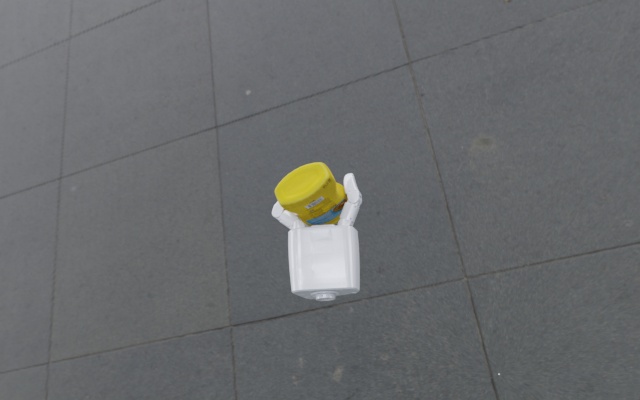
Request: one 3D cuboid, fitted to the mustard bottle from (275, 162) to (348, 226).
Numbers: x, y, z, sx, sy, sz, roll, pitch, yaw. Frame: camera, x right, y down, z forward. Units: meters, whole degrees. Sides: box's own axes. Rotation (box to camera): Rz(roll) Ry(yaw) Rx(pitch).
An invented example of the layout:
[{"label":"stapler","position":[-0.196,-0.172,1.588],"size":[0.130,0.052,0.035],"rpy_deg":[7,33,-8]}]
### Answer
[{"label":"mustard bottle","position":[0.000,0.002,0.837],"size":[0.096,0.058,0.192],"rpy_deg":[-32,-26,7]}]
